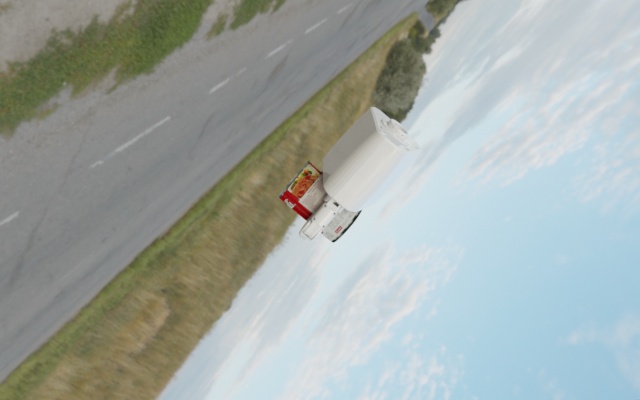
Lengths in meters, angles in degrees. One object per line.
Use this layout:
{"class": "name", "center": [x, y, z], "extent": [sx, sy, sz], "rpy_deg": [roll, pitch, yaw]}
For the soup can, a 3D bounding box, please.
{"class": "soup can", "center": [0.000, 0.003, 0.672], "extent": [0.102, 0.068, 0.068], "rpy_deg": [40, -3, -3]}
